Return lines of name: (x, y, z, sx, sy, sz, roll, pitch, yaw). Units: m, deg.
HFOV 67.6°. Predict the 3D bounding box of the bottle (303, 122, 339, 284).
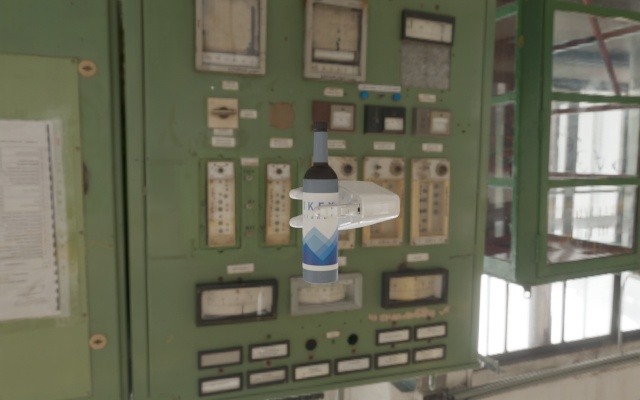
bottle: (0.000, 0.003, 0.892, 0.069, 0.296, 0.069, 0, 5, 0)
